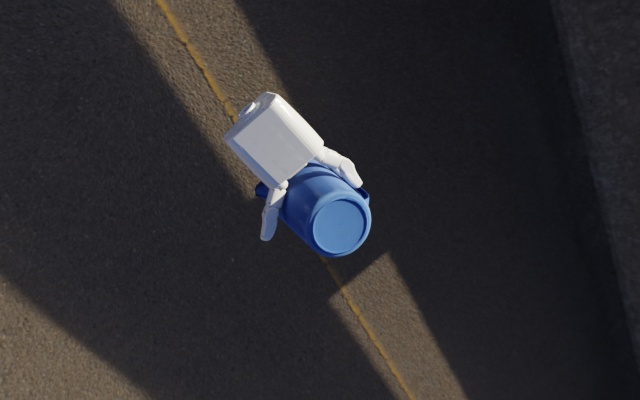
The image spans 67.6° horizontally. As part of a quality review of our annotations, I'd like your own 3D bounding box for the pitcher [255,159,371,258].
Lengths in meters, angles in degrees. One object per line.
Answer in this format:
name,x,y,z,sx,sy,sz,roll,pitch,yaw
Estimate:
pitcher,0.000,0.003,0.816,0.145,0.149,0.242,46,-2,-26
